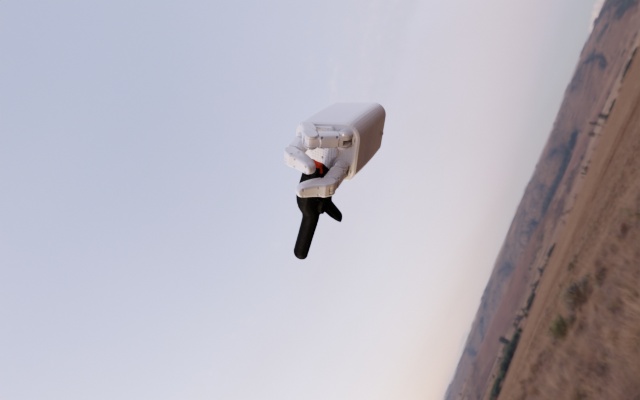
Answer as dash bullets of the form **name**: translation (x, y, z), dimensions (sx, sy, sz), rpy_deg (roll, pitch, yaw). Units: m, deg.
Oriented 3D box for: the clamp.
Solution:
- **clamp**: translation (0.000, 0.002, 0.765), dimensions (0.039, 0.172, 0.120), rpy_deg (22, 39, 22)
